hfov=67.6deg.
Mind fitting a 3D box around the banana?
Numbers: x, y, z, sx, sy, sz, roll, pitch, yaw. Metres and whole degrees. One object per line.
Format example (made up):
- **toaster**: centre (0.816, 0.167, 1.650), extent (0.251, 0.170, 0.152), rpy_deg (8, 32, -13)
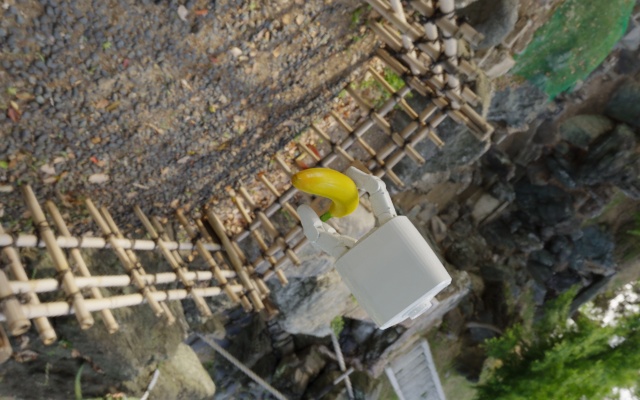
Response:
- **banana**: centre (0.016, -0.007, 0.648), extent (0.069, 0.037, 0.198), rpy_deg (-33, -22, 0)
